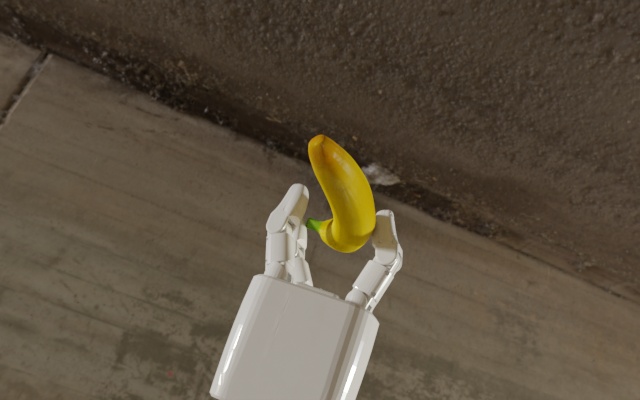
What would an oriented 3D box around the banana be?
[{"bbox_3d":[0.017,0.009,0.427,0.069,0.037,0.198,21,-23,6],"label":"banana"}]
